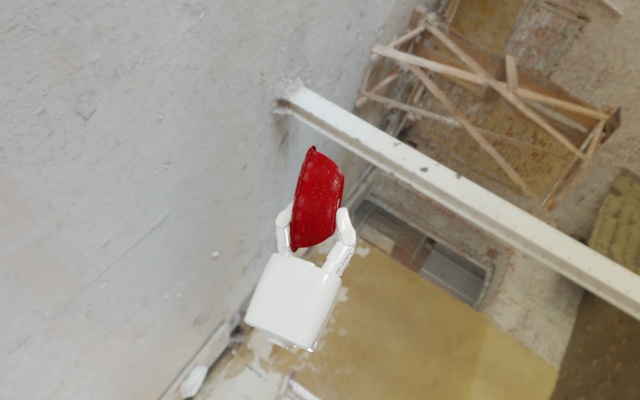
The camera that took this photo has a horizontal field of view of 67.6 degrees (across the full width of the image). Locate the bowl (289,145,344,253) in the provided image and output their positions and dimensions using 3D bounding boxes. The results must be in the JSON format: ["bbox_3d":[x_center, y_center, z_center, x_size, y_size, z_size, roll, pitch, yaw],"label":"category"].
[{"bbox_3d":[0.001,0.001,0.707,0.055,0.162,0.162,10,1,7],"label":"bowl"}]
